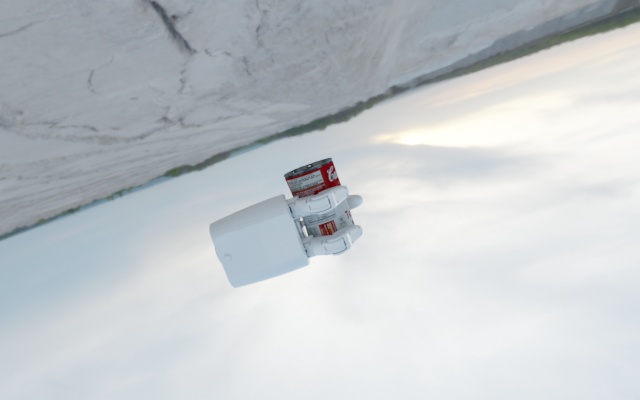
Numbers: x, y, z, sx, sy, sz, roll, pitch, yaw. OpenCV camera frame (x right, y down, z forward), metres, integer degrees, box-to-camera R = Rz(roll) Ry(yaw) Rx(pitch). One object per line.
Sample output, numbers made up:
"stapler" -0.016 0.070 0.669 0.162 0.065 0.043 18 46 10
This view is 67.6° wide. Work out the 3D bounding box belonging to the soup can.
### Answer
"soup can" 0.001 0.002 0.637 0.068 0.102 0.068 -19 9 3
